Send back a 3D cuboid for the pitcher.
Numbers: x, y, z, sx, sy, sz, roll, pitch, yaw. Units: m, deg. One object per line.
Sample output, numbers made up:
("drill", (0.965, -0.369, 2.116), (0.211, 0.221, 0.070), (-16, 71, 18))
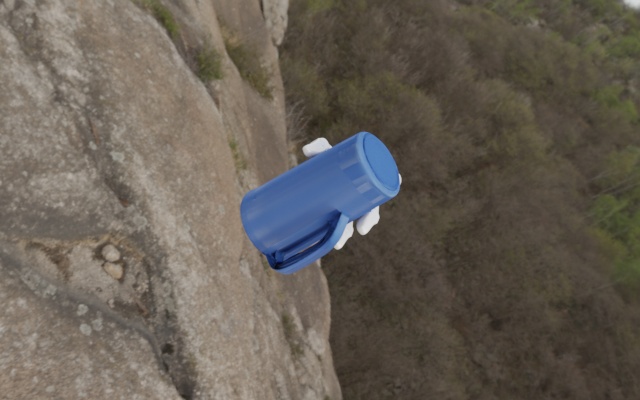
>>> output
("pitcher", (0.000, 0.002, 0.752), (0.243, 0.149, 0.145), (-29, 1, 31))
